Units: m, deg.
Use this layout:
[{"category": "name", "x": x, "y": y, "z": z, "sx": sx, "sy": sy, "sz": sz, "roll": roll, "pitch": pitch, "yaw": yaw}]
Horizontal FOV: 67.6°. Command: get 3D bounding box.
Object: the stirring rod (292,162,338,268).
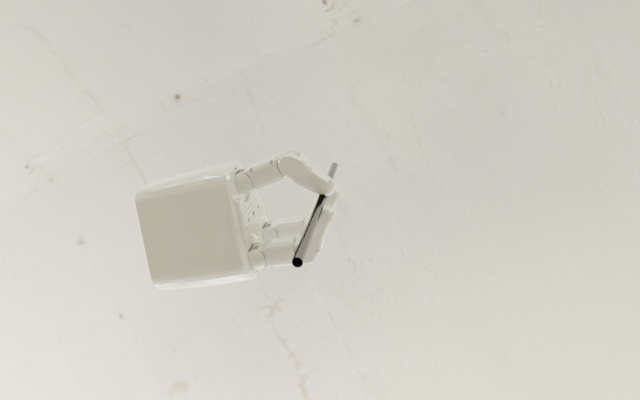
[{"category": "stirring rod", "x": 0.000, "y": 0.001, "z": 0.448, "sx": 0.011, "sy": 0.011, "sz": 0.239, "roll": 0, "pitch": 21, "yaw": 8}]
